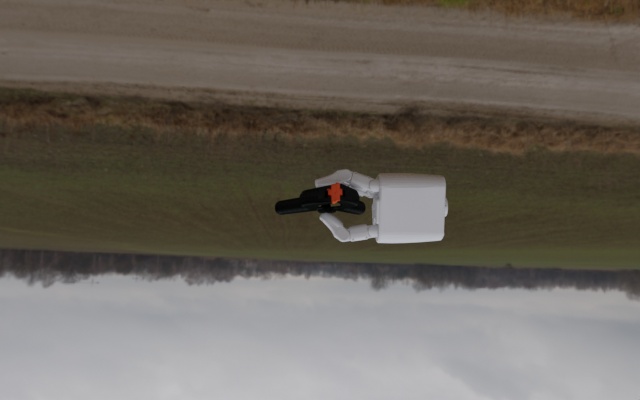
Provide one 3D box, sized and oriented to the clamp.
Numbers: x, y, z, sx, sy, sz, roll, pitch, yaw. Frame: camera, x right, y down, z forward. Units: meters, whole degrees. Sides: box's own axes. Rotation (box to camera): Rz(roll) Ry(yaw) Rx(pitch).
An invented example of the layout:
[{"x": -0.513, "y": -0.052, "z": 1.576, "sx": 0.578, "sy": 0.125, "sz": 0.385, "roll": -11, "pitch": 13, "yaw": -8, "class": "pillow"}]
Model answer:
[{"x": 0.000, "y": 0.003, "z": 0.783, "sx": 0.164, "sy": 0.036, "sz": 0.210, "roll": -2, "pitch": -7, "yaw": 0, "class": "clamp"}]
